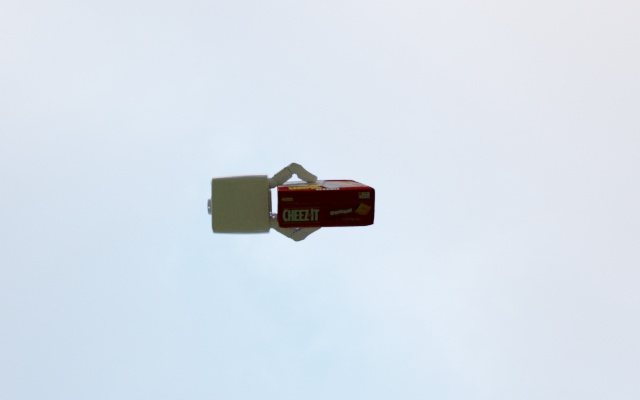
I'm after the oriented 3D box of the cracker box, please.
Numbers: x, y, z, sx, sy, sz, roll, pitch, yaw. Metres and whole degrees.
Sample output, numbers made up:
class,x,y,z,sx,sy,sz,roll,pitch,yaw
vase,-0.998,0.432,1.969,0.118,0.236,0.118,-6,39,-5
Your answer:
class,x,y,z,sx,sy,sz,roll,pitch,yaw
cracker box,0.000,0.003,0.890,0.164,0.072,0.213,-2,7,-6
